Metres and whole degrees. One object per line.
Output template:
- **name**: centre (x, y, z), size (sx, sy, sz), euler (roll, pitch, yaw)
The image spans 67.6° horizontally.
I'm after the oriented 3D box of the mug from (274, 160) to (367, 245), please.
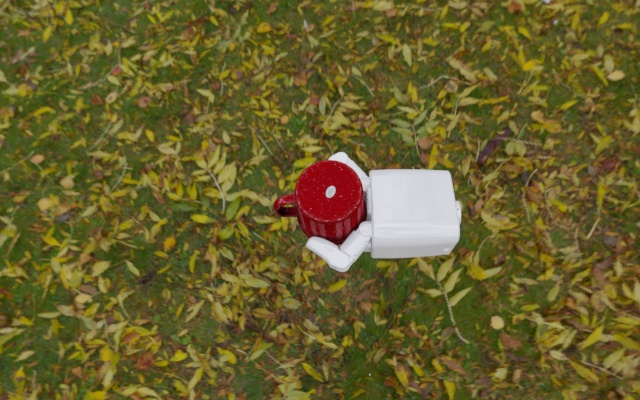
- **mug**: centre (-0.001, 0.002, 0.592), size (0.117, 0.093, 0.081), euler (-3, -20, 3)
